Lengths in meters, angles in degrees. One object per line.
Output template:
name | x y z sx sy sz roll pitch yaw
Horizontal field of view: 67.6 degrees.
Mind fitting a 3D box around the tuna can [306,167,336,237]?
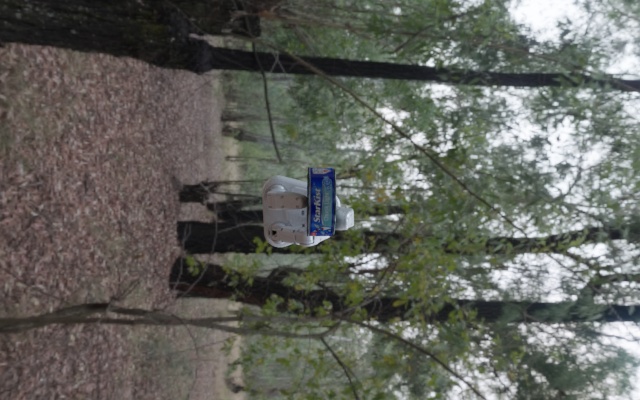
tuna can | 0.001 0.002 0.591 0.034 0.086 0.086 1 0 -2
